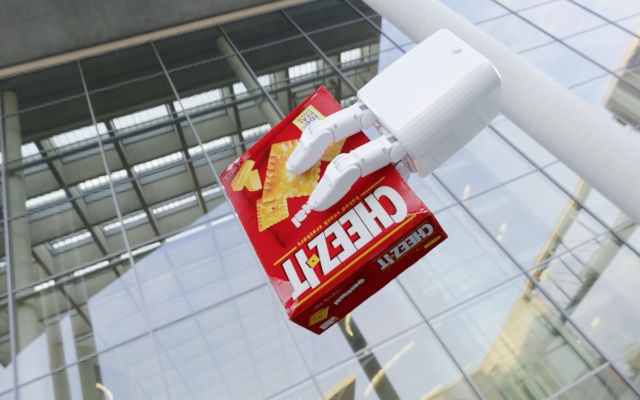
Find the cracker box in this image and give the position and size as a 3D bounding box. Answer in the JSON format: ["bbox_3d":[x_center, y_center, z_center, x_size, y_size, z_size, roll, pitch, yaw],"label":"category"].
[{"bbox_3d":[0.000,0.002,0.505,0.164,0.213,0.072,-39,-38,7],"label":"cracker box"}]
